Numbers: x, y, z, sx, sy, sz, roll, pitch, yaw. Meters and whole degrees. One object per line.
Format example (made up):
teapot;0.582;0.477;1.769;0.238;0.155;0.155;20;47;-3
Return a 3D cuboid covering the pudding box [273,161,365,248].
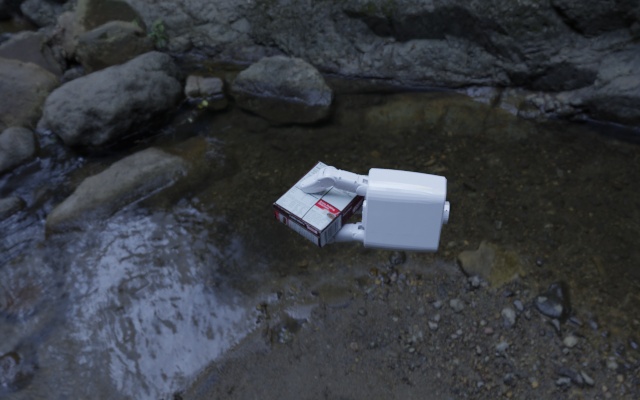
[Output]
pudding box;0.000;0.002;0.701;0.090;0.039;0.113;30;54;24
